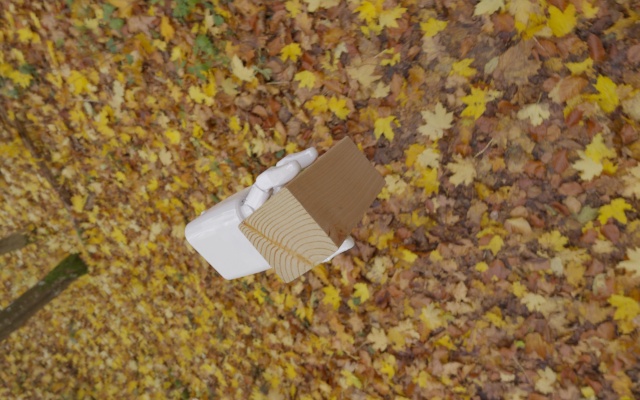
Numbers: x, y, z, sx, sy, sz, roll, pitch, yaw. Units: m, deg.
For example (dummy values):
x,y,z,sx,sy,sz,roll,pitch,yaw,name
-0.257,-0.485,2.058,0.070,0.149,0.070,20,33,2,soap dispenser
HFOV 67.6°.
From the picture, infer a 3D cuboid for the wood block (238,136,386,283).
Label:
x,y,z,sx,sy,sz,roll,pitch,yaw,name
0.000,0.002,0.610,0.090,0.091,0.206,-37,5,32,wood block
